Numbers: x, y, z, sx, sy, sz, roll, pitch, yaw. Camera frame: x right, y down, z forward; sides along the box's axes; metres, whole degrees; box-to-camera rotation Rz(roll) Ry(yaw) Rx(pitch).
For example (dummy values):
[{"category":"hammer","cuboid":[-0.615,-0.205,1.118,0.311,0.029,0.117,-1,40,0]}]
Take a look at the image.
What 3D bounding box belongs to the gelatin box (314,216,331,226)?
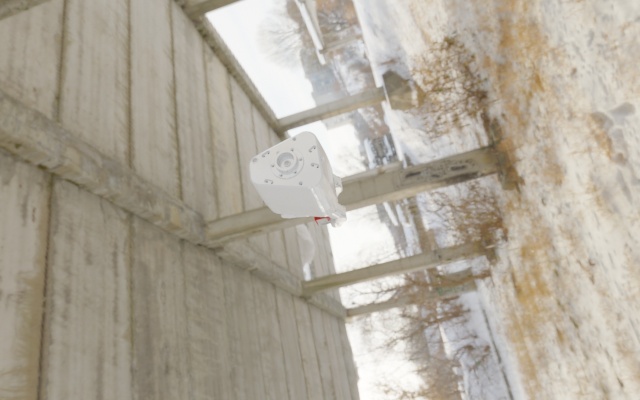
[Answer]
[{"category":"gelatin box","cuboid":[0.000,0.003,0.850,0.030,0.073,0.089,-12,-11,2]}]
